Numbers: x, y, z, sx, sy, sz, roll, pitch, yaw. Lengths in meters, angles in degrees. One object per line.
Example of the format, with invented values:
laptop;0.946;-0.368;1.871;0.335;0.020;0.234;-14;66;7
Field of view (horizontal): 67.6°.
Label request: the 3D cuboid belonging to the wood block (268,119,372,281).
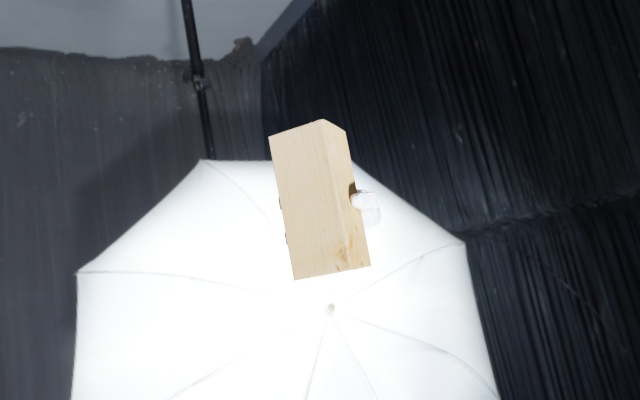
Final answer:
wood block;0.001;0.002;0.682;0.091;0.206;0.090;-15;-10;22
